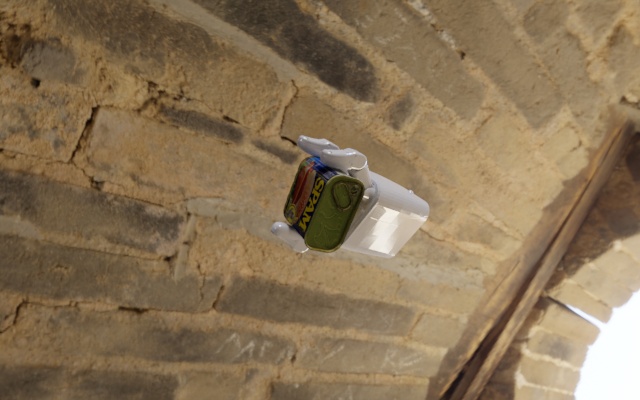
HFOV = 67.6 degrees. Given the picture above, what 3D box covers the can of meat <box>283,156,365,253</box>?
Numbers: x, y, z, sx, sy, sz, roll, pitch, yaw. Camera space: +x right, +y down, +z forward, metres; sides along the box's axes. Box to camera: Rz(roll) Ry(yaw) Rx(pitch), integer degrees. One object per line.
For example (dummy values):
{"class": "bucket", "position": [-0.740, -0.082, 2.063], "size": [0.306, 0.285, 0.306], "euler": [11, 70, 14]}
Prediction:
{"class": "can of meat", "position": [0.000, 0.002, 0.614], "size": [0.057, 0.102, 0.084], "euler": [13, 16, -32]}
